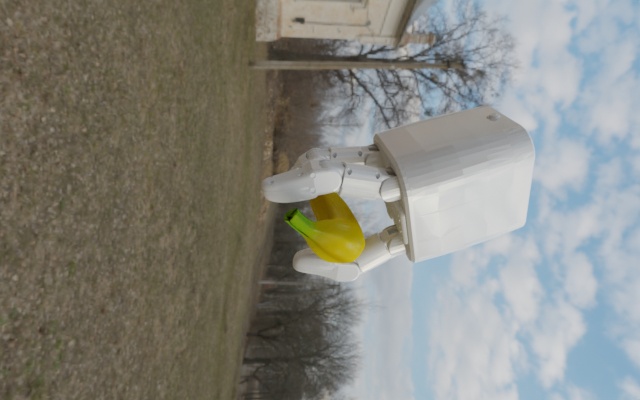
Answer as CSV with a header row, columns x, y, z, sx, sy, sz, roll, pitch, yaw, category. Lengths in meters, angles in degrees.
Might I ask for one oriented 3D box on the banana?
x,y,z,sx,sy,sz,roll,pitch,yaw,category
0.010,0.017,0.425,0.037,0.069,0.198,-33,5,6,banana
